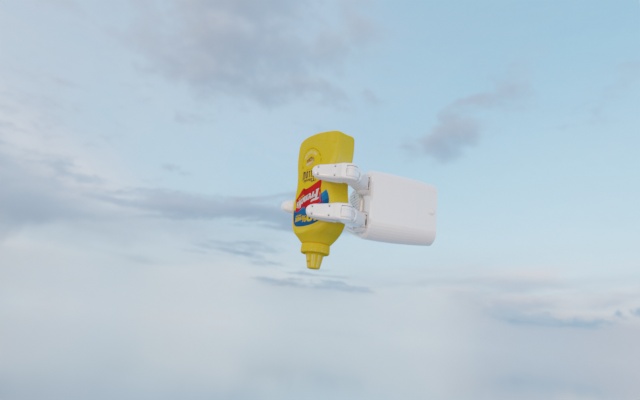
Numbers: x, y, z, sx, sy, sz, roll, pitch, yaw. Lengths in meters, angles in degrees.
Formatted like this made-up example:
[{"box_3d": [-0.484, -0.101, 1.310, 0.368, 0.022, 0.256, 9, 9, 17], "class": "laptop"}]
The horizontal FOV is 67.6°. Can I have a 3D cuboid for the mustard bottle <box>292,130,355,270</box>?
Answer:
[{"box_3d": [0.000, 0.002, 0.680, 0.058, 0.191, 0.096, 18, -19, -38], "class": "mustard bottle"}]
